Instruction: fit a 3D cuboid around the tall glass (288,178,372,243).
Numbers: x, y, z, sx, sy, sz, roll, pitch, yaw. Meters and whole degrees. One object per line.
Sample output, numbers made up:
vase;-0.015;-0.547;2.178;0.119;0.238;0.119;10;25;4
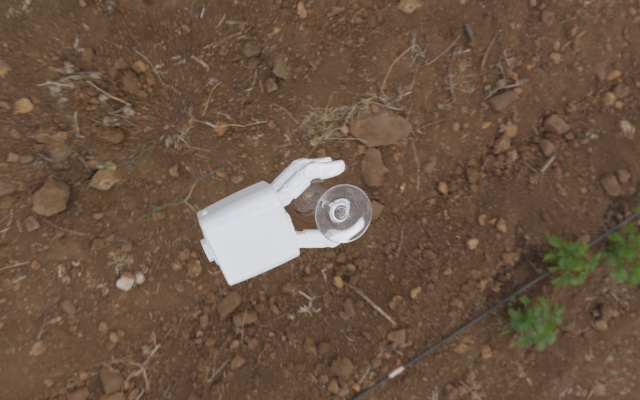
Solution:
tall glass;0.000;0.002;0.682;0.079;0.079;0.201;0;9;-17
